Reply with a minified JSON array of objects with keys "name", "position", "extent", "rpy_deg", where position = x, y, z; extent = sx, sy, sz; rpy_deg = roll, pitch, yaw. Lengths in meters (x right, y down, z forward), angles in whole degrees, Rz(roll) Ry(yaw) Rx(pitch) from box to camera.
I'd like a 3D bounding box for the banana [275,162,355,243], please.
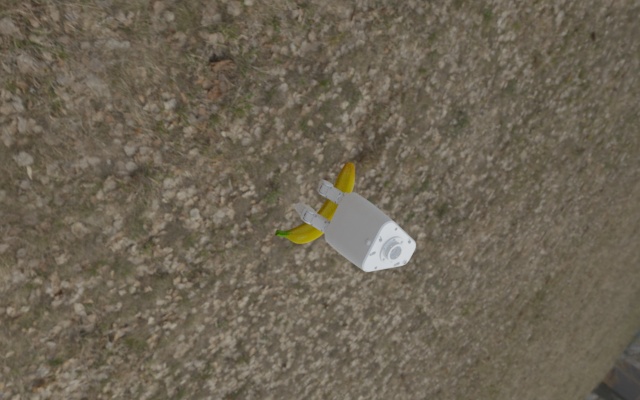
[{"name":"banana","position":[0.008,0.017,0.903],"extent":[0.070,0.198,0.037],"rpy_deg":[49,-7,-37]}]
